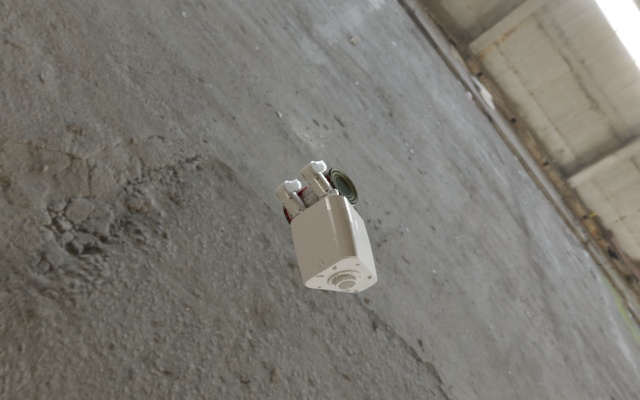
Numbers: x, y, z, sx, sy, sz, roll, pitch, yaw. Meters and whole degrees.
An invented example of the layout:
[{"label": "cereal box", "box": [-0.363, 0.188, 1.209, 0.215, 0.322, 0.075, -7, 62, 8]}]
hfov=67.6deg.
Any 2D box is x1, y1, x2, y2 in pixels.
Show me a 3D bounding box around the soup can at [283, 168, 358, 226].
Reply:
[{"label": "soup can", "box": [0.000, 0.002, 0.752, 0.102, 0.068, 0.068, -35, -18, 27]}]
